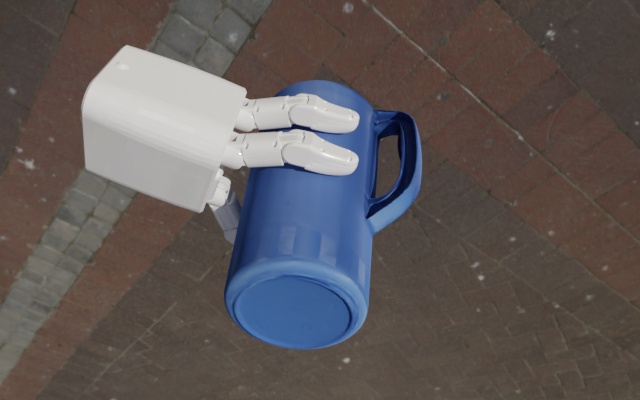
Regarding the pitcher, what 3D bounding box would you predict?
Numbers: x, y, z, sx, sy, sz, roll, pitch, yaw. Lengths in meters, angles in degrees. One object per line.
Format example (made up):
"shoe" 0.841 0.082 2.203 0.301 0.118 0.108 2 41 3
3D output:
"pitcher" 0.000 0.001 0.433 0.145 0.242 0.149 22 -50 -14
